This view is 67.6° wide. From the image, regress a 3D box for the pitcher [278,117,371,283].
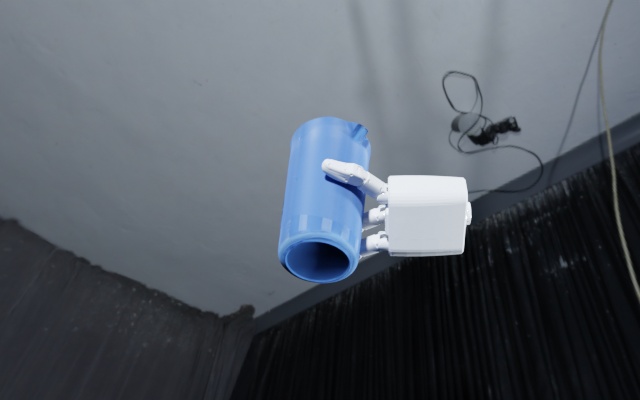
[{"bbox_3d":[0.000,0.002,0.716,0.145,0.149,0.242,1,45,6],"label":"pitcher"}]
